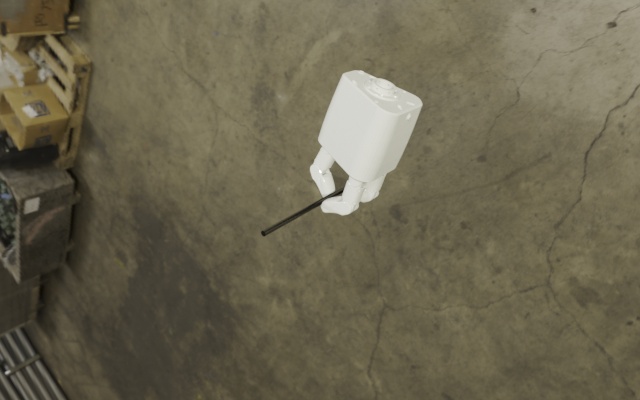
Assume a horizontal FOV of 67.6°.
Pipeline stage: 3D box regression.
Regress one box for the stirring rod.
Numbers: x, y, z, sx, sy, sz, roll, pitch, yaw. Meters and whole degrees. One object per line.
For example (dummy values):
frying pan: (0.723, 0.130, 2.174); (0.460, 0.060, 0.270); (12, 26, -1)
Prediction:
stirring rod: (0.000, 0.002, 0.700); (0.011, 0.011, 0.239); (0, 20, 41)
